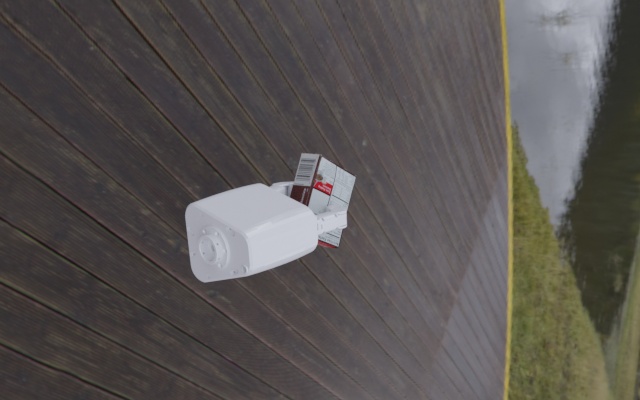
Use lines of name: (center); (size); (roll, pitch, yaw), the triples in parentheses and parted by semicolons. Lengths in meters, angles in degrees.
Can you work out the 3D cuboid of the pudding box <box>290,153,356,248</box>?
pudding box: (0.000, 0.002, 0.657); (0.039, 0.113, 0.090); (8, -11, 39)
